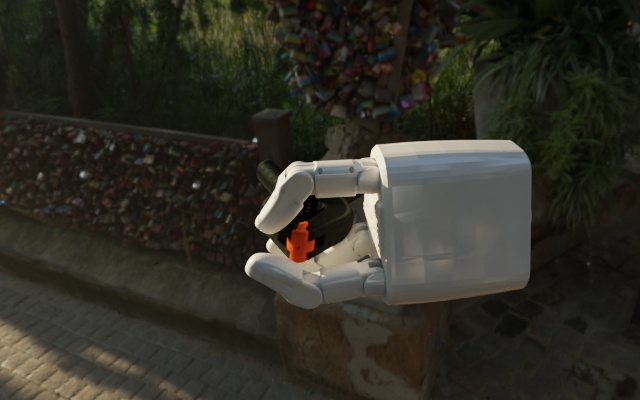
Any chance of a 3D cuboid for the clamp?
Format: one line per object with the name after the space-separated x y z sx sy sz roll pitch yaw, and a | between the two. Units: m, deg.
0.000 0.001 0.429 0.120 0.039 0.171 -4 27 -3 | clamp
